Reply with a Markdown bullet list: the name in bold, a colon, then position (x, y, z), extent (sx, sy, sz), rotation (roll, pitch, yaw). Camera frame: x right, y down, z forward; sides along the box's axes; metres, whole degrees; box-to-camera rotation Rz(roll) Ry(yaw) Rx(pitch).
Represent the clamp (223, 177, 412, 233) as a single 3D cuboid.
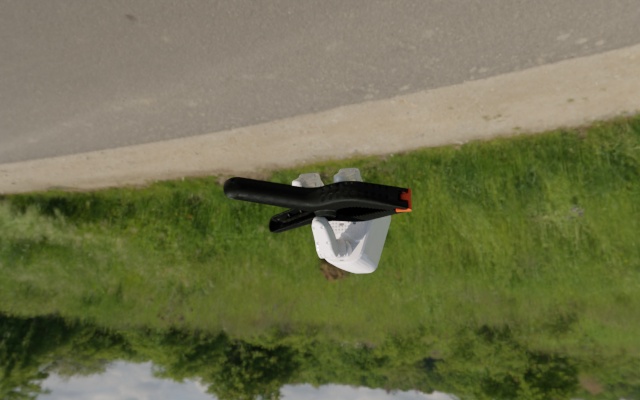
- **clamp**: position (0.001, 0.003, 0.571), extent (0.210, 0.036, 0.165), rotation (-6, -20, 20)
